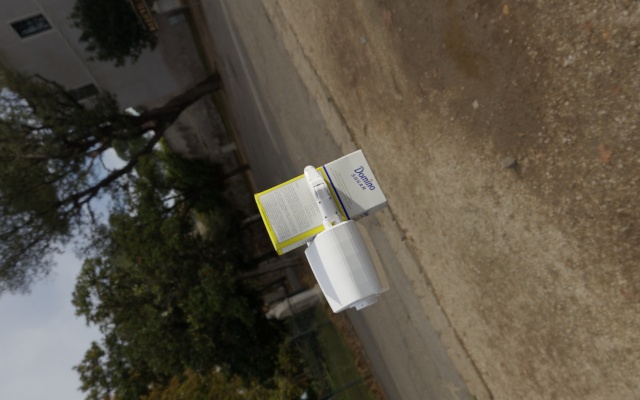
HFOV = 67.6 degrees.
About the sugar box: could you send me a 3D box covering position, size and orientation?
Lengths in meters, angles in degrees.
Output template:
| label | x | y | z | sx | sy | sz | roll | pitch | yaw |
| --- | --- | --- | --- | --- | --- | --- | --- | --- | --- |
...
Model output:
| label | x | y | z | sx | sy | sz | roll | pitch | yaw |
| --- | --- | --- | --- | --- | --- | --- | --- | --- | --- |
| sugar box | 0.000 | 0.003 | 0.711 | 0.176 | 0.093 | 0.048 | -22 | -16 | -7 |
